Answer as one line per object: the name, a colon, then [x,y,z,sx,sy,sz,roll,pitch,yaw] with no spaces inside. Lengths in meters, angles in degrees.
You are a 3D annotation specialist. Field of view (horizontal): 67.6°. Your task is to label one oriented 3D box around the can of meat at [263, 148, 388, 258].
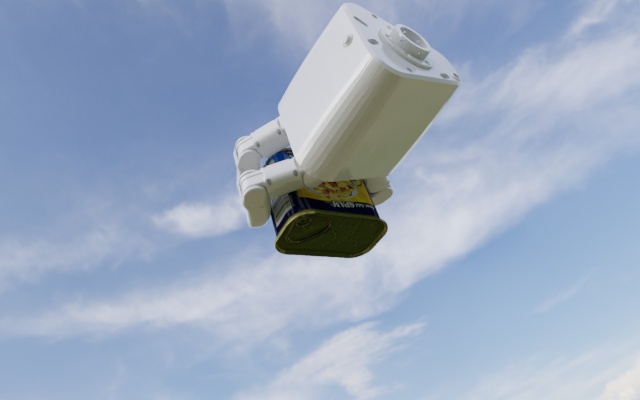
can of meat: [0.000,0.001,0.440,0.102,0.084,0.057,7,-44,-31]
